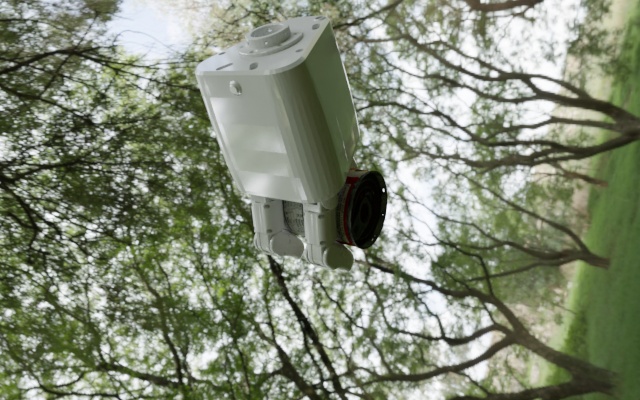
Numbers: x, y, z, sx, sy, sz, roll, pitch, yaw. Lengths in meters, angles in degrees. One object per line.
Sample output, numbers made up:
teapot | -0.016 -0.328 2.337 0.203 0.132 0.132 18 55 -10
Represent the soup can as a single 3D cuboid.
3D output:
soup can | 0.000 0.002 0.432 0.102 0.068 0.068 9 5 32
